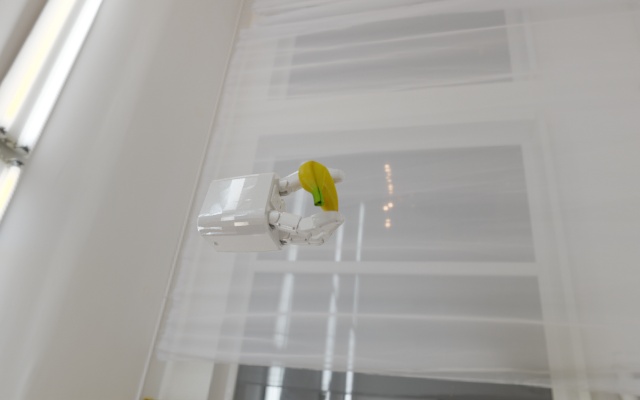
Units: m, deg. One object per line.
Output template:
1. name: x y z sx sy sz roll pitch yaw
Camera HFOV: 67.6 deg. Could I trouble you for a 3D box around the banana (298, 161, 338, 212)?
1. banana: -0.002 -0.017 0.662 0.037 0.069 0.198 -7 -6 8
